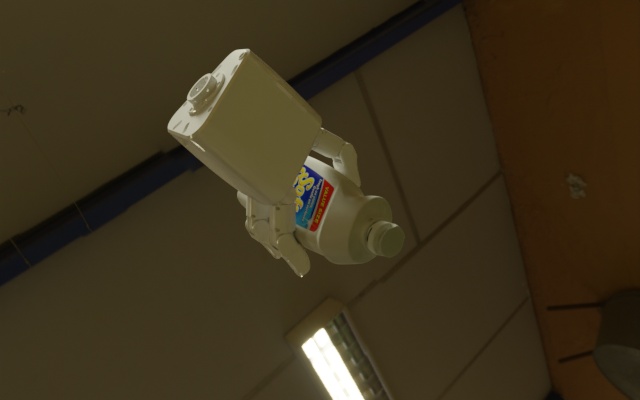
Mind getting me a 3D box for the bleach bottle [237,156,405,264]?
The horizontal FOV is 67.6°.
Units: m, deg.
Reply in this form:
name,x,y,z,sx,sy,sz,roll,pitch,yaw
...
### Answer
name,x,y,z,sx,sy,sz,roll,pitch,yaw
bleach bottle,0.000,0.002,0.519,0.068,0.102,0.250,40,-10,-34
